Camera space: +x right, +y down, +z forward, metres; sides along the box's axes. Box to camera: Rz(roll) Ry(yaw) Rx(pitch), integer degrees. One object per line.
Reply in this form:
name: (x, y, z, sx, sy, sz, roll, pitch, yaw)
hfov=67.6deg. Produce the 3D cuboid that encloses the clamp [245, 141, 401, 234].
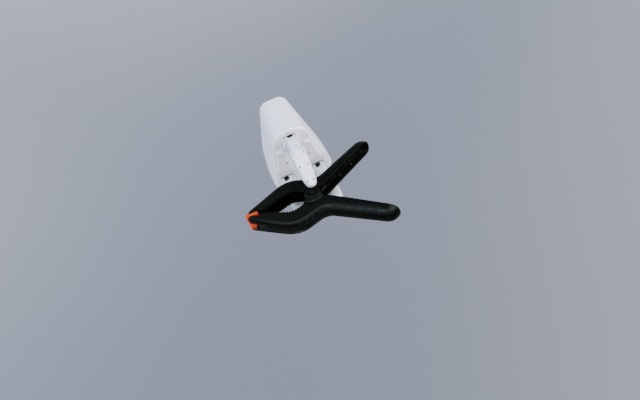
clamp: (-0.001, 0.002, 0.667, 0.210, 0.036, 0.164, -24, 42, -3)
